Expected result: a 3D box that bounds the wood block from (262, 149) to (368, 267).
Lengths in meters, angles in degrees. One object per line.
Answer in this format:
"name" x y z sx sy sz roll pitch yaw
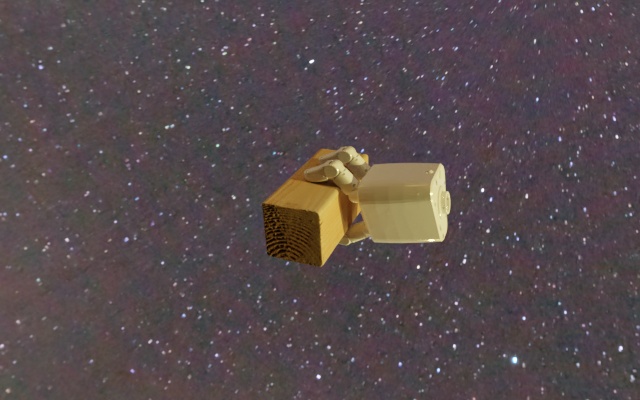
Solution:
"wood block" 0.001 0.003 0.741 0.090 0.091 0.206 9 30 21
